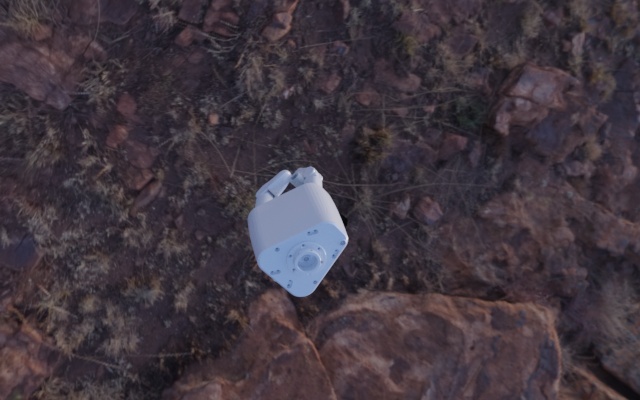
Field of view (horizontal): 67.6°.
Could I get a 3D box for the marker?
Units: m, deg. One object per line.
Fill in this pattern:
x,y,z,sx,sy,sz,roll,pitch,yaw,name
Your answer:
0.000,0.002,0.718,0.121,0.020,0.020,43,-24,-28,marker
